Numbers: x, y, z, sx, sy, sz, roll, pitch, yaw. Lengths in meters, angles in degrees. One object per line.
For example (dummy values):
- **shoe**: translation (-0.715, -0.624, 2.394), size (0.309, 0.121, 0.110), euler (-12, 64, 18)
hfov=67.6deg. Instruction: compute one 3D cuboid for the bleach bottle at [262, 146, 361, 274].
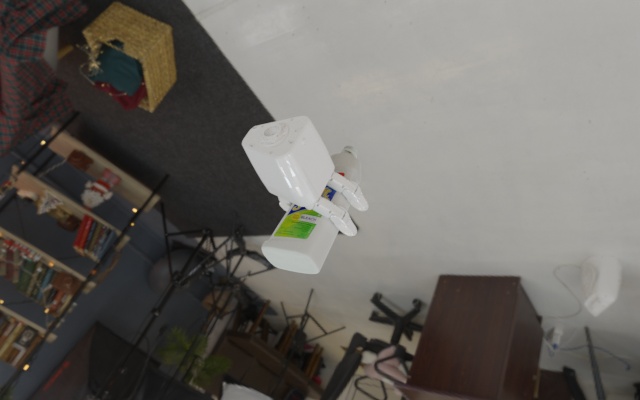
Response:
- **bleach bottle**: translation (0.000, 0.003, 0.821), size (0.102, 0.250, 0.068), euler (5, -38, 31)
